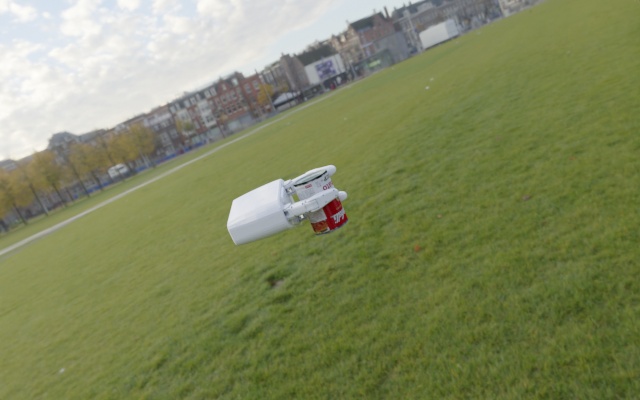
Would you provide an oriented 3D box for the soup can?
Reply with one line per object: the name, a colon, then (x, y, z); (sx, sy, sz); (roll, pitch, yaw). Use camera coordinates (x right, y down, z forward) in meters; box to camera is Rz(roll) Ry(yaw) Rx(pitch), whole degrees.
soup can: (0.000, 0.002, 0.865); (0.068, 0.102, 0.068); (-23, 12, 5)
